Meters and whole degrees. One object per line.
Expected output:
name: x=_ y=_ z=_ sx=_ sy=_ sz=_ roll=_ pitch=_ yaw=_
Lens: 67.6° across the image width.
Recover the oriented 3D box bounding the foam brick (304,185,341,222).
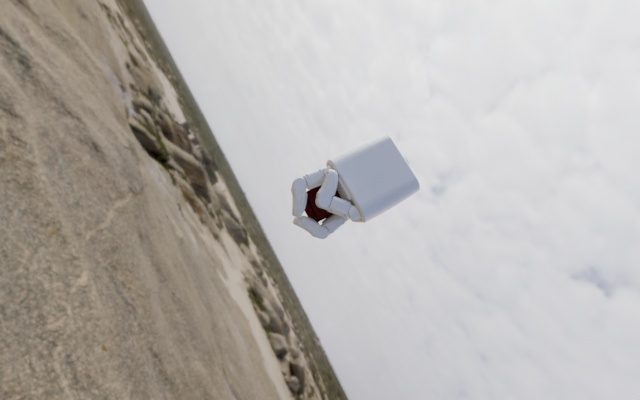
foam brick: x=0.000 y=0.003 z=0.788 sx=0.051 sy=0.053 sz=0.078 roll=-28 pitch=3 yaw=-10
